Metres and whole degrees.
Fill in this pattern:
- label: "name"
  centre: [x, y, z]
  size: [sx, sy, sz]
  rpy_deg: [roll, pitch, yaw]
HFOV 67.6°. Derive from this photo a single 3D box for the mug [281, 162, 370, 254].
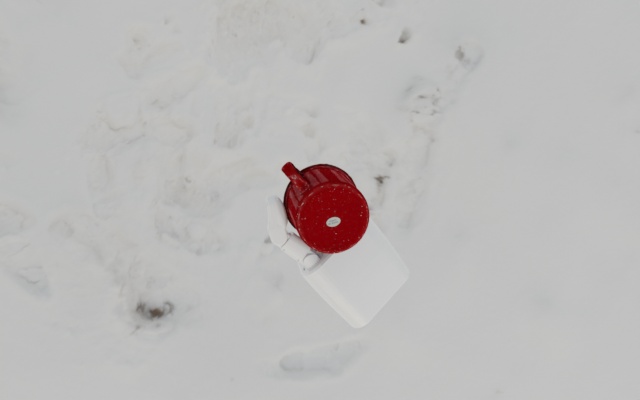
- label: "mug"
  centre: [-0.001, 0.001, 0.538]
  size: [0.093, 0.117, 0.081]
  rpy_deg: [-40, 17, 2]
